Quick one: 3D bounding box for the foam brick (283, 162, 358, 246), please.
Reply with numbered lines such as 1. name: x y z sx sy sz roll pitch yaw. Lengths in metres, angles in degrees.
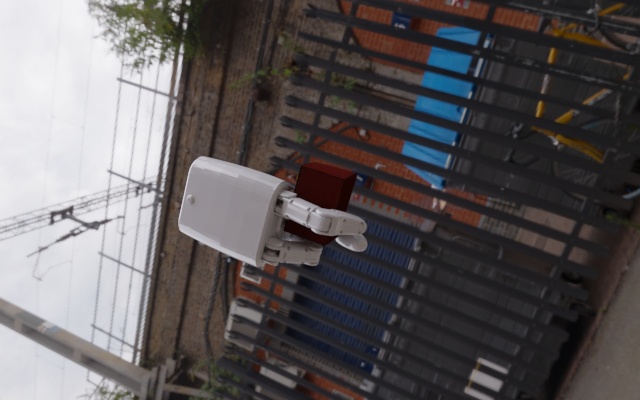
1. foam brick: 0.000 0.001 0.523 0.051 0.078 0.053 20 14 16
